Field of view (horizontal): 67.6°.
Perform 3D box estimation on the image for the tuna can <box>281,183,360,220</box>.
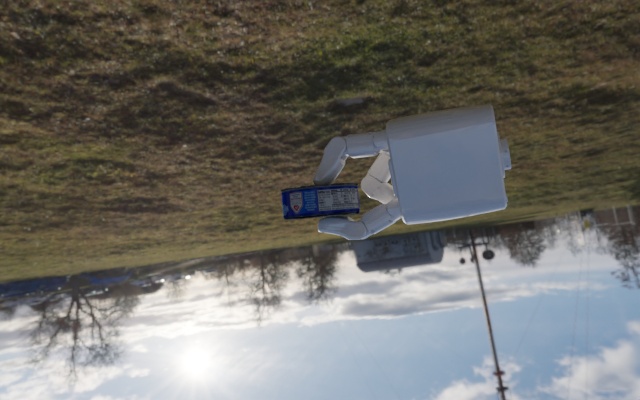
[{"bbox_3d":[0.000,0.002,0.526,0.086,0.034,0.086,-5,-2,0],"label":"tuna can"}]
